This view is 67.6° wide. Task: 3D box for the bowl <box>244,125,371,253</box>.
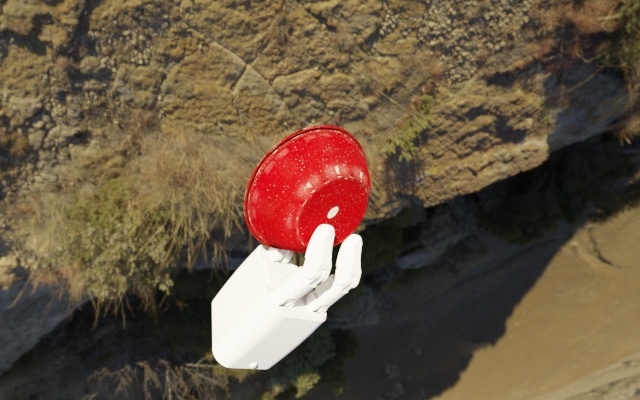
[{"bbox_3d":[0.001,0.001,0.526,0.162,0.162,0.055,0,30,-37],"label":"bowl"}]
